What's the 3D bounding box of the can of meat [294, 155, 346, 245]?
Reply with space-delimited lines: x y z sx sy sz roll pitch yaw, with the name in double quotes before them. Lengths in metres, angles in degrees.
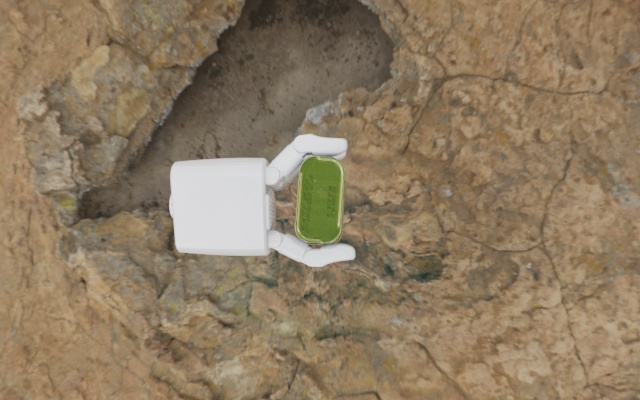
"can of meat" 0.000 0.002 0.557 0.057 0.102 0.084 3 -4 2
